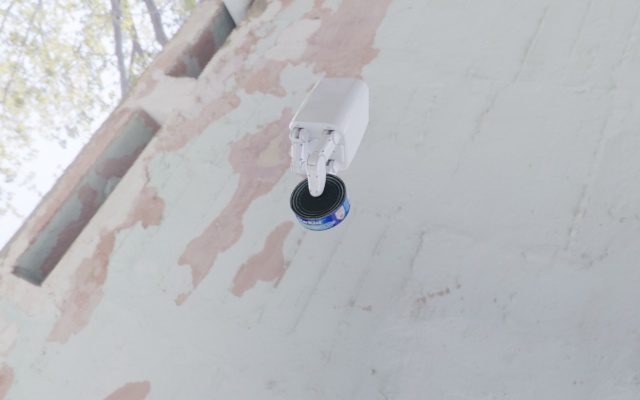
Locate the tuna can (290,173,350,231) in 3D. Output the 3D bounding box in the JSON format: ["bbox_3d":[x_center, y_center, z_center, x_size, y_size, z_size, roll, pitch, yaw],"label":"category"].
[{"bbox_3d":[0.000,0.003,0.705,0.086,0.086,0.034,0,-38,21],"label":"tuna can"}]
